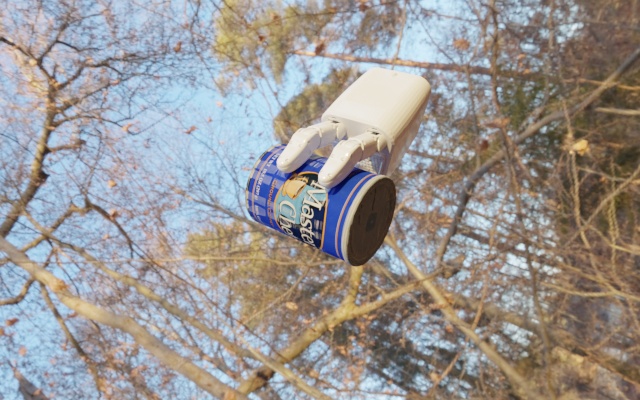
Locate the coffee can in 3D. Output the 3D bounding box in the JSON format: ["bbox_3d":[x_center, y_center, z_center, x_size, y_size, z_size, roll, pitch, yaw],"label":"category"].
[{"bbox_3d":[0.000,0.002,0.545,0.140,0.103,0.103,21,11,30],"label":"coffee can"}]
